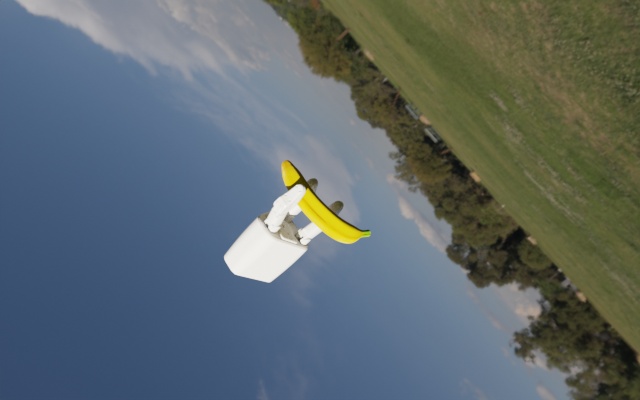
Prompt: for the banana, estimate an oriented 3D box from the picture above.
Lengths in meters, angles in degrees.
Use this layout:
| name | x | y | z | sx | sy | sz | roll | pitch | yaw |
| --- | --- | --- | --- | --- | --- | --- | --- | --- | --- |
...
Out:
| name | x | y | z | sx | sy | sz | roll | pitch | yaw |
| --- | --- | --- | --- | --- | --- | --- | --- | --- | --- |
| banana | -0.003 | 0.011 | 0.808 | 0.037 | 0.198 | 0.069 | -47 | 0 | 25 |
